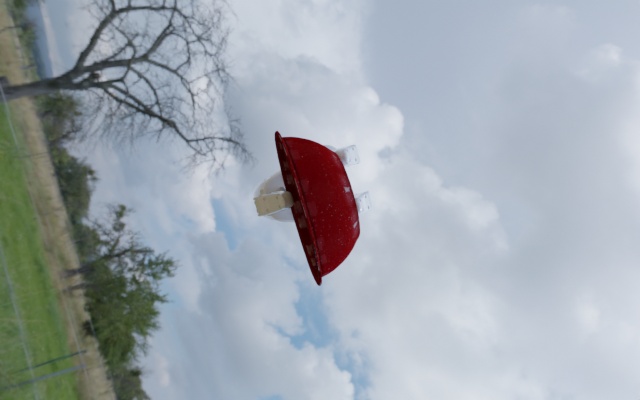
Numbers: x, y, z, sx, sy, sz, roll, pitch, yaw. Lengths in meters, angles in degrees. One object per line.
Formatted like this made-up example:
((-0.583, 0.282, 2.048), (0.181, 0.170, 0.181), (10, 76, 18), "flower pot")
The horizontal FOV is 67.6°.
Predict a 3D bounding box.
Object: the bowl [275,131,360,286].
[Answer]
((0.001, 0.002, 0.486), (0.055, 0.162, 0.162), (-16, 2, -6), "bowl")
